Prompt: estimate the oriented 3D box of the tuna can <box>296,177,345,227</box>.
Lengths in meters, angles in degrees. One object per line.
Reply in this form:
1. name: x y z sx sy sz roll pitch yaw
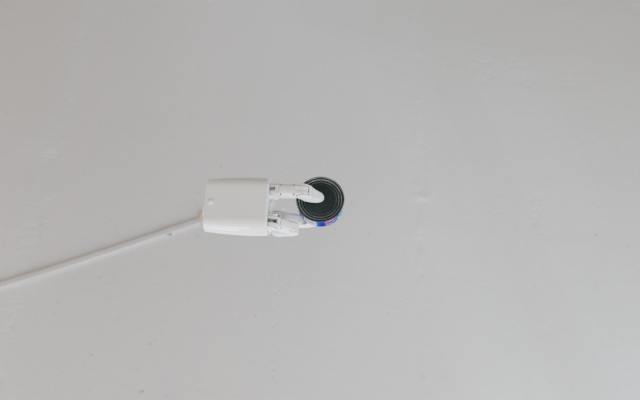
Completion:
1. tuna can: 0.000 0.003 0.854 0.086 0.086 0.034 0 -20 3
